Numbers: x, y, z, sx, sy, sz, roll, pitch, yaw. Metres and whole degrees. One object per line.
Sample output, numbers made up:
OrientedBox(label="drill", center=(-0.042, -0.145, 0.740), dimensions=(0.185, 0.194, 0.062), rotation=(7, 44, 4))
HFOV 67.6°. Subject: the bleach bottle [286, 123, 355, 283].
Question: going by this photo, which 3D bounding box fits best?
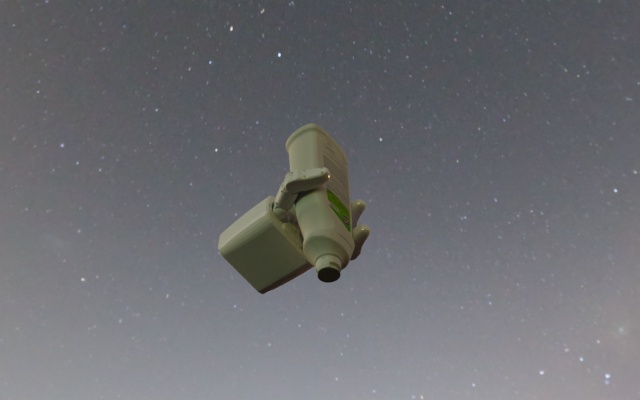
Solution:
OrientedBox(label="bleach bottle", center=(0.000, 0.002, 0.657), dimensions=(0.068, 0.250, 0.103), rotation=(-33, -56, 24))
